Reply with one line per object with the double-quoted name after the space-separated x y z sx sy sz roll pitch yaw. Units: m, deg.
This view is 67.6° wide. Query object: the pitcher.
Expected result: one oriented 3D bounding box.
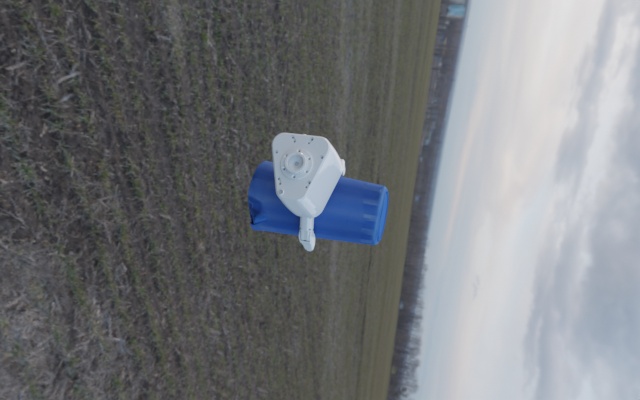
0.000 0.003 0.886 0.243 0.149 0.145 10 -13 14 "pitcher"
